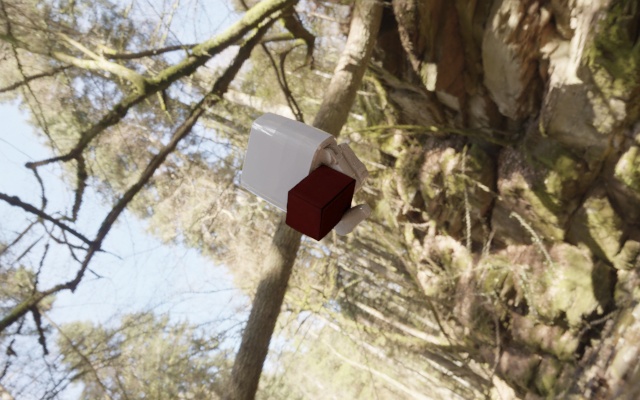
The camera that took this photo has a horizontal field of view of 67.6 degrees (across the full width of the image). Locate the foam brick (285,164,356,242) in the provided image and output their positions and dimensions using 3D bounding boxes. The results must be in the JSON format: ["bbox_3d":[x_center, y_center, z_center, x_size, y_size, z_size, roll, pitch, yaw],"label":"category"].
[{"bbox_3d":[0.000,0.002,0.582,0.051,0.053,0.078,26,42,21],"label":"foam brick"}]
